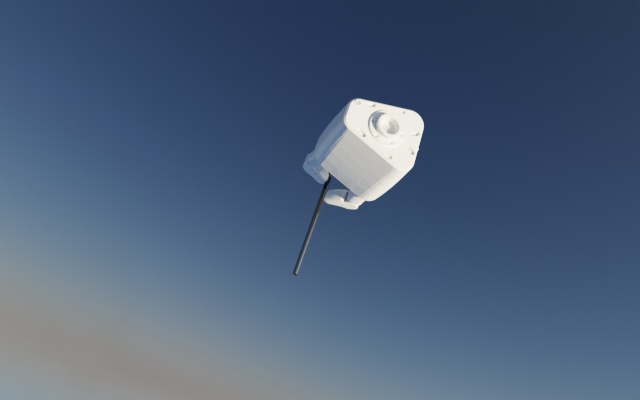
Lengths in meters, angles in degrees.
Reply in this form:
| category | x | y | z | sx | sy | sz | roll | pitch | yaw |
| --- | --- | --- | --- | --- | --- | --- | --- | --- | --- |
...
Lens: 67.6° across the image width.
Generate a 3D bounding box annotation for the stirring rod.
| category | x | y | z | sx | sy | sz | roll | pitch | yaw |
| --- | --- | --- | --- | --- | --- | --- | --- | --- | --- |
| stirring rod | 0.000 | 0.002 | 0.730 | 0.011 | 0.239 | 0.011 | 16 | -25 | 8 |
